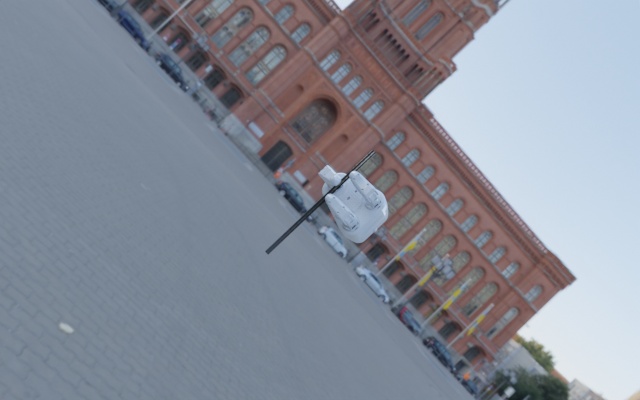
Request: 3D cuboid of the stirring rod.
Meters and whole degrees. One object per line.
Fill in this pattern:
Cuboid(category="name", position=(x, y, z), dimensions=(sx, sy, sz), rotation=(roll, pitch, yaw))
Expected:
Cuboid(category="stirring rod", position=(0.000, 0.003, 0.778), dimensions=(0.239, 0.011, 0.011), rotation=(-43, 1, -1))
